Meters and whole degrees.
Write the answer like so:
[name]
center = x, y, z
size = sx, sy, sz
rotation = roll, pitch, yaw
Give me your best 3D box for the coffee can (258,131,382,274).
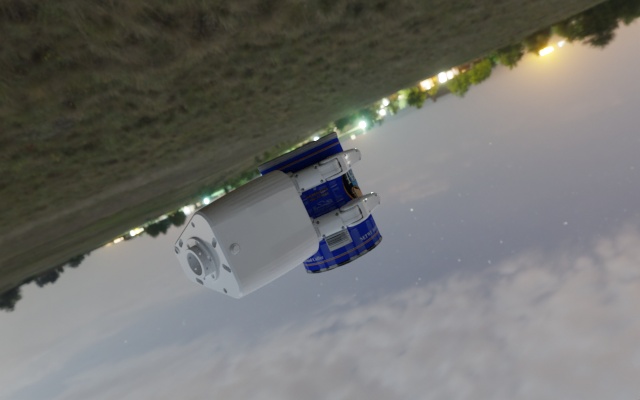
[coffee can]
center = 0.000, 0.002, 0.575
size = 0.103, 0.140, 0.103
rotation = -24, 6, 3
